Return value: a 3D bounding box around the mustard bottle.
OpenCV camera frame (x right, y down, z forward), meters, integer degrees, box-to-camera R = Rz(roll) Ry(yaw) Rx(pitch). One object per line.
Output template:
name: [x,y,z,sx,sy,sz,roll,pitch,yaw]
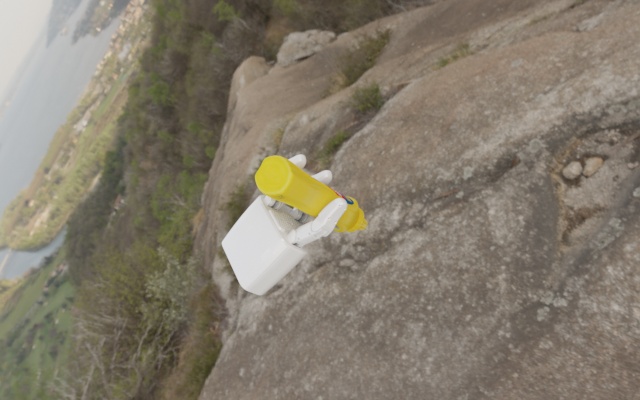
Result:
mustard bottle: [0.000,0.002,0.708,0.192,0.058,0.096,29,-1,-35]
